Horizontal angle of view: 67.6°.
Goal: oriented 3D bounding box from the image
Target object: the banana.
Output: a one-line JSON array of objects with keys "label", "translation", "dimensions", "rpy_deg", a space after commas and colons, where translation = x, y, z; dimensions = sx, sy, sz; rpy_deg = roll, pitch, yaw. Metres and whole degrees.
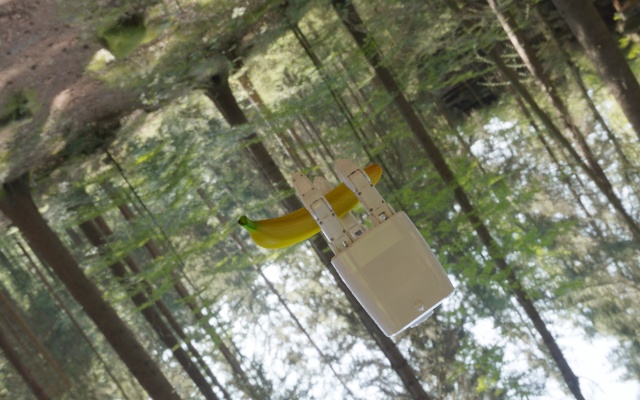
[{"label": "banana", "translation": [-0.006, 0.013, 0.577], "dimensions": [0.198, 0.037, 0.070], "rpy_deg": [-24, -25, -27]}]
